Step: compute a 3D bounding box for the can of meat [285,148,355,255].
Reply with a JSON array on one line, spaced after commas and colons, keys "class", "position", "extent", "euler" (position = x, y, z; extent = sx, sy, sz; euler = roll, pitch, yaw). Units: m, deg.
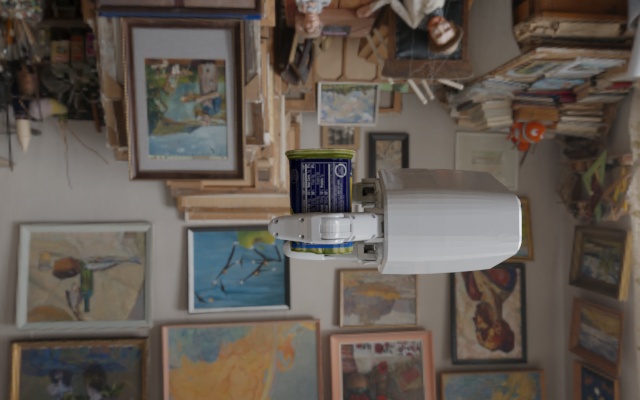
[{"class": "can of meat", "position": [0.000, 0.002, 0.422], "extent": [0.057, 0.084, 0.102], "euler": [-1, 0, 0]}]
